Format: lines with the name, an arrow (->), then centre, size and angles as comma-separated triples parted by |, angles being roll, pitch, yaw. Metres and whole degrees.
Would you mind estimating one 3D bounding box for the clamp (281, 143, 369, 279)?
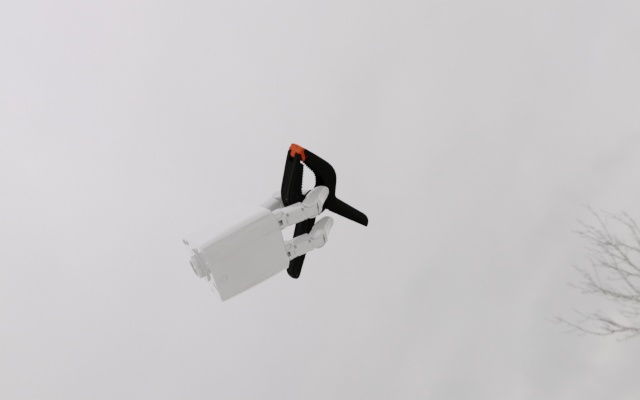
clamp -> -0.001, 0.002, 0.728 | 0.164, 0.210, 0.036 | -29, 37, -26
